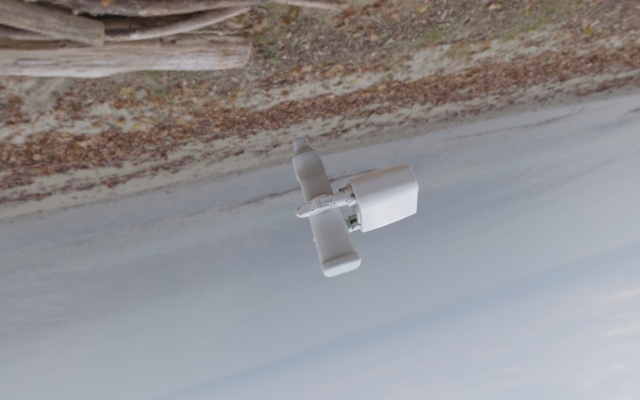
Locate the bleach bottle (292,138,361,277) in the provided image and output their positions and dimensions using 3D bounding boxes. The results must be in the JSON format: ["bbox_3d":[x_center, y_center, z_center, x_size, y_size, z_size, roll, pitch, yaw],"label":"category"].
[{"bbox_3d":[0.000,0.003,0.837,0.068,0.250,0.102,-18,-16,-2],"label":"bleach bottle"}]
